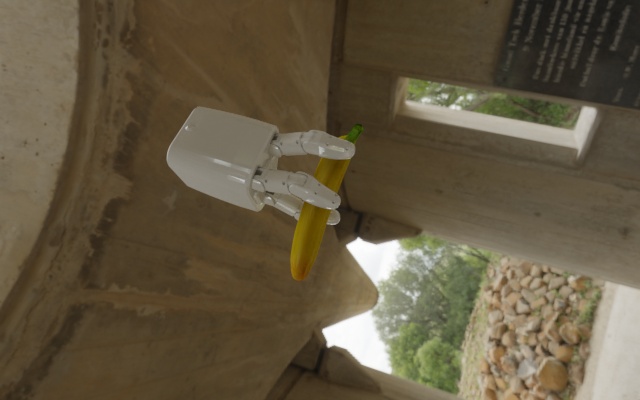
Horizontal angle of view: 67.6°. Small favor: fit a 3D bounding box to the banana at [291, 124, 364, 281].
[{"bbox_3d":[0.000,0.001,0.583,0.037,0.197,0.069,20,-8,-2],"label":"banana"}]
